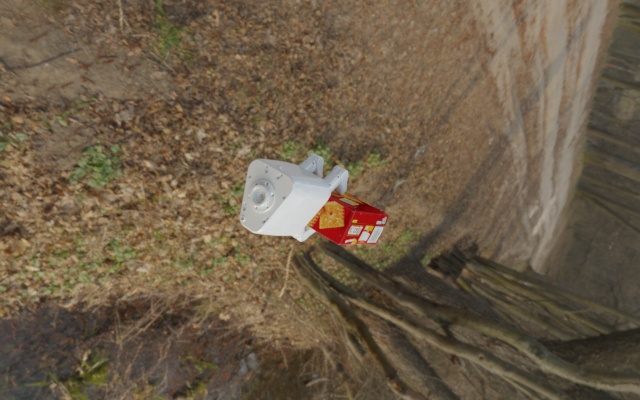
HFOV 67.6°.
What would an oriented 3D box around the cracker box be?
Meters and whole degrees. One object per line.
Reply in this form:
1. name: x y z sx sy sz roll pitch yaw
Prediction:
1. cracker box: 0.000 0.003 0.881 0.213 0.072 0.164 30 10 27
